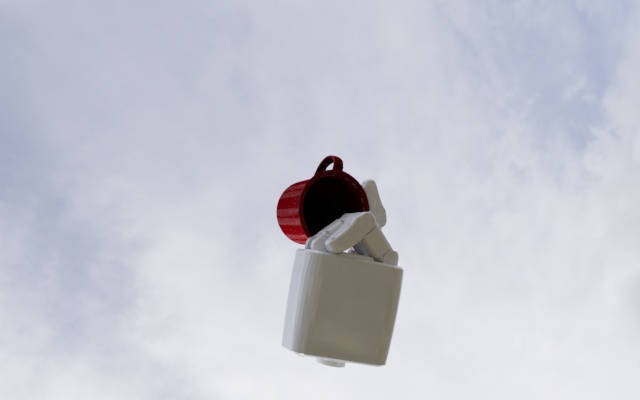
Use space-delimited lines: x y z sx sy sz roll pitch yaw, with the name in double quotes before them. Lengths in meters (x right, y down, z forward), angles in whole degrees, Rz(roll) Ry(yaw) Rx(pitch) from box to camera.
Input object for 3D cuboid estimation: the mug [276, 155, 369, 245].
"mug" 0.000 0.000 0.576 0.093 0.117 0.081 15 -11 -27
